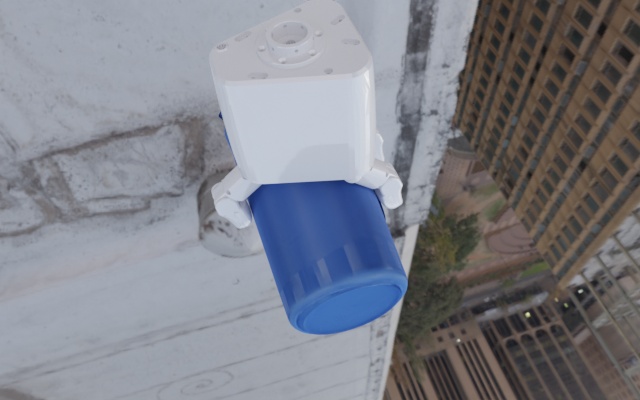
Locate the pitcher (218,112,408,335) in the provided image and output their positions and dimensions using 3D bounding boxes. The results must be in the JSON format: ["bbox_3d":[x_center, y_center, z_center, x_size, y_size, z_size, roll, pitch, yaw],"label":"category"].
[{"bbox_3d":[0.000,0.001,0.477,0.149,0.242,0.145,-16,-34,-6],"label":"pitcher"}]
